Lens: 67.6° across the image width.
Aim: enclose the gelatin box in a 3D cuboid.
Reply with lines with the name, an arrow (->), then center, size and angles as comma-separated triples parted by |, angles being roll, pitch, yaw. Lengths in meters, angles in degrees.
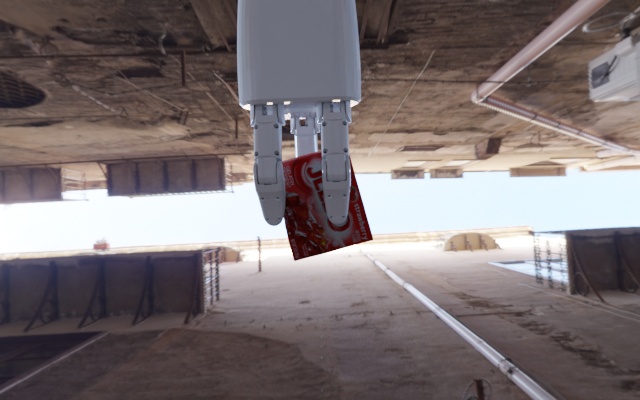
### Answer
gelatin box -> 0.000, 0.002, 0.426 | 0.073, 0.089, 0.030 | -15, 7, 2
